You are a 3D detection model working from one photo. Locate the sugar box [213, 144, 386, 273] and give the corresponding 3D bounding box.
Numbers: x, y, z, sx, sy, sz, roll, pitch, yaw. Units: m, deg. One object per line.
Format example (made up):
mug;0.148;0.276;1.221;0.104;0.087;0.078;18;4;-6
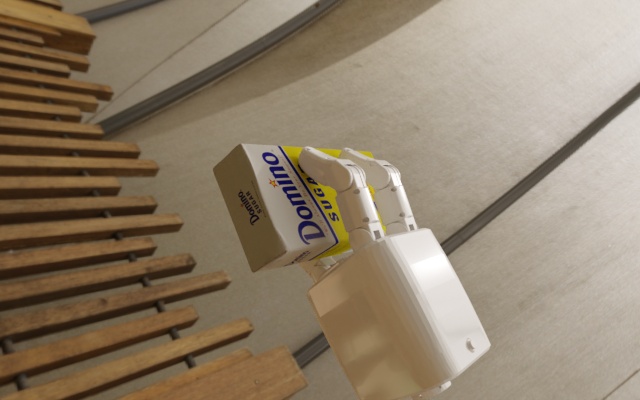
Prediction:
sugar box;0.001;0.001;0.419;0.048;0.093;0.176;-34;-18;33
